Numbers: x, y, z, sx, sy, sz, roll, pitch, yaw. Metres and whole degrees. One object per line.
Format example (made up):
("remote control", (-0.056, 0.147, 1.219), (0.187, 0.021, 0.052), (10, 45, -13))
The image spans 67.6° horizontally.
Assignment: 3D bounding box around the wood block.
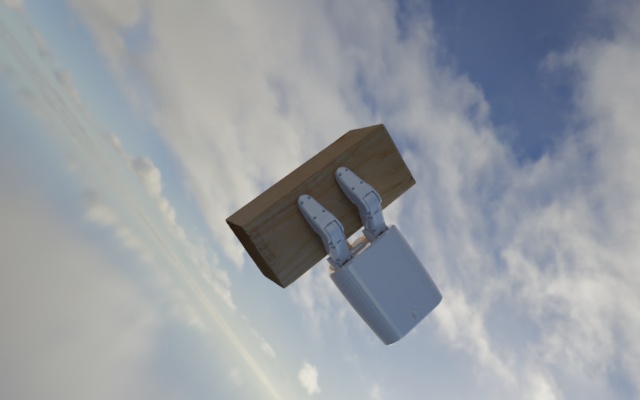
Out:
("wood block", (0.000, 0.002, 0.582), (0.206, 0.090, 0.091), (-37, 15, -18))
